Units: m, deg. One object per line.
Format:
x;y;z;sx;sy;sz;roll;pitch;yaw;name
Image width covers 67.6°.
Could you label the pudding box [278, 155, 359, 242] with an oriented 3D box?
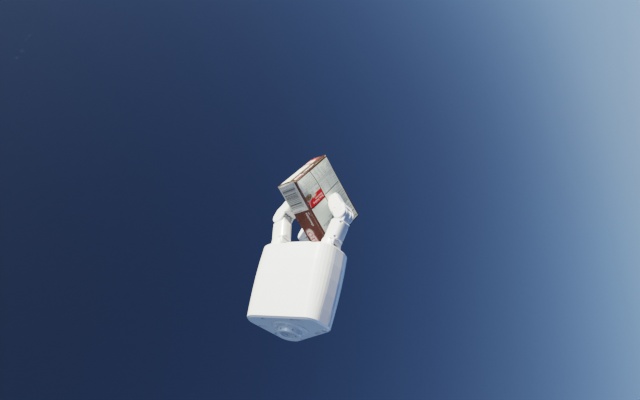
0.000;0.002;0.708;0.039;0.113;0.090;-15;20;40;pudding box
